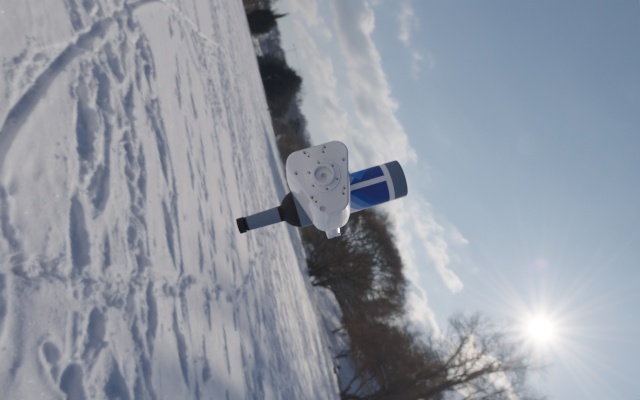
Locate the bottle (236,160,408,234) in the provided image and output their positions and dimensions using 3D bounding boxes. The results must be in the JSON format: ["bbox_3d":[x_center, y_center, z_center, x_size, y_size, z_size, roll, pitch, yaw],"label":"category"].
[{"bbox_3d":[0.000,0.003,0.825,0.296,0.069,0.069,-16,1,-3],"label":"bottle"}]
